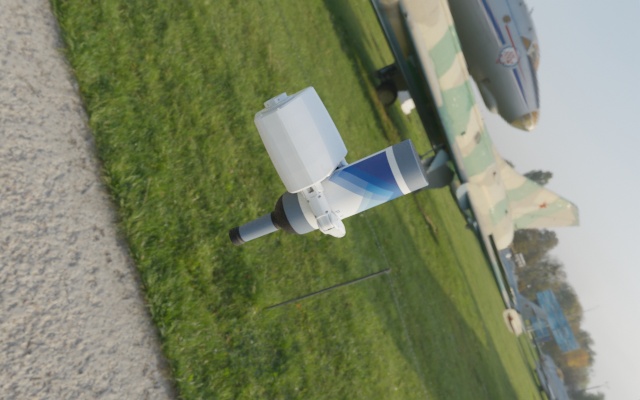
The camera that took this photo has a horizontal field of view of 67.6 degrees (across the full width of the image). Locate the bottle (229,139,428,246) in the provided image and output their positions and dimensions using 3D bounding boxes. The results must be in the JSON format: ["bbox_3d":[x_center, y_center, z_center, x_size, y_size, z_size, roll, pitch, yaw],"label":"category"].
[{"bbox_3d":[0.000,0.002,0.674,0.296,0.069,0.069,-22,-7,17],"label":"bottle"}]
